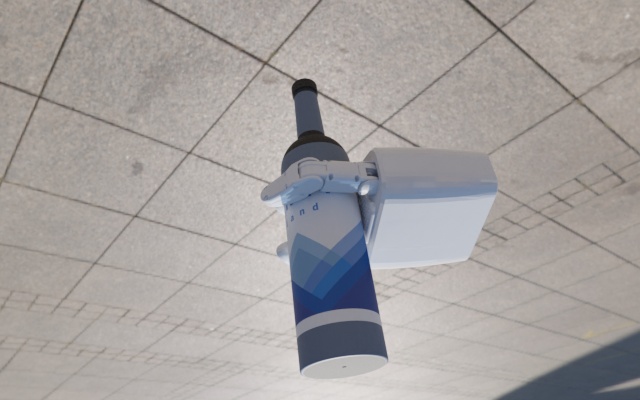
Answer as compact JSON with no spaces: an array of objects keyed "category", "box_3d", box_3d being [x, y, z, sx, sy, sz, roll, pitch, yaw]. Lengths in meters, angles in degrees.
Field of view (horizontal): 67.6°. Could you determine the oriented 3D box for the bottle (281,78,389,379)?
[{"category":"bottle","box_3d":[0.000,0.002,0.432,0.069,0.295,0.069,-6,-33,-4]}]
